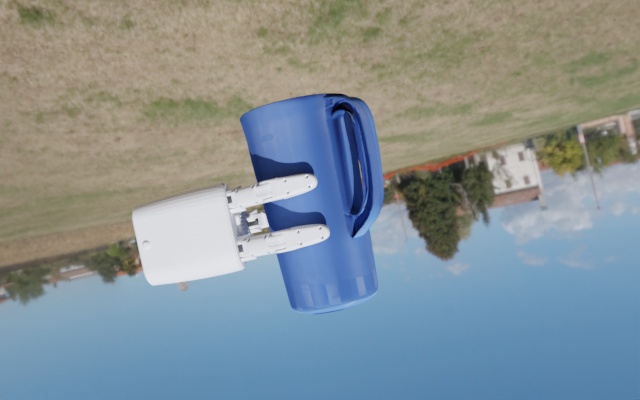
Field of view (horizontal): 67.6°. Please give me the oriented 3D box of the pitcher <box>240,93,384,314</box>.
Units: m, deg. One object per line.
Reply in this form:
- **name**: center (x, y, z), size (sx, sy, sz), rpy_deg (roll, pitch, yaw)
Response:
- **pitcher**: center (0.000, 0.002, 0.560), size (0.145, 0.243, 0.149), rpy_deg (-12, 0, 0)
